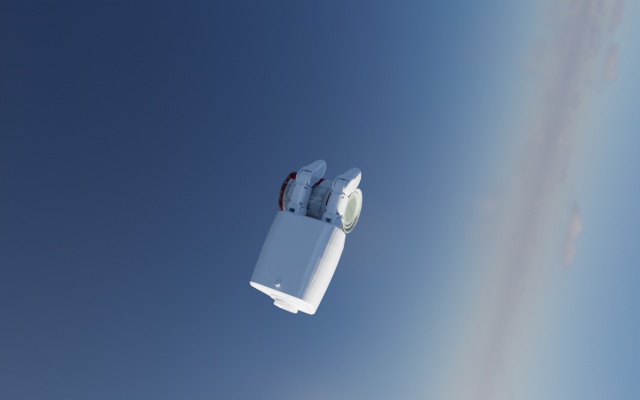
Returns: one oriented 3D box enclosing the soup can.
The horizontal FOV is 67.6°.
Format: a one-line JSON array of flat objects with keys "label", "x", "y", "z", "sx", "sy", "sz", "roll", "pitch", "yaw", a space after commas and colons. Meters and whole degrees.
[{"label": "soup can", "x": 0.001, "y": 0.002, "z": 0.685, "sx": 0.102, "sy": 0.068, "sz": 0.068, "roll": 15, "pitch": 6, "yaw": 23}]
